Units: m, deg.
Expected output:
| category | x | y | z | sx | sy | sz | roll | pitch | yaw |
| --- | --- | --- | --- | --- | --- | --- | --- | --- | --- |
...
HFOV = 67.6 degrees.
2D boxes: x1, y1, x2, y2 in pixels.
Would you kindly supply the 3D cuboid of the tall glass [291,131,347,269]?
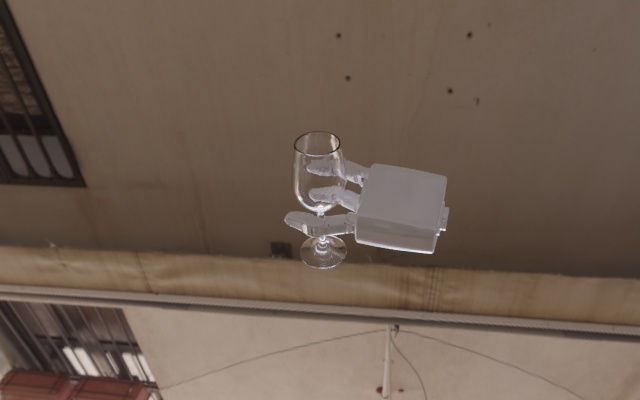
| category | x | y | z | sx | sy | sz | roll | pitch | yaw |
| --- | --- | --- | --- | --- | --- | --- | --- | --- | --- |
| tall glass | 0.000 | 0.003 | 0.689 | 0.079 | 0.201 | 0.079 | -2 | 38 | 2 |
